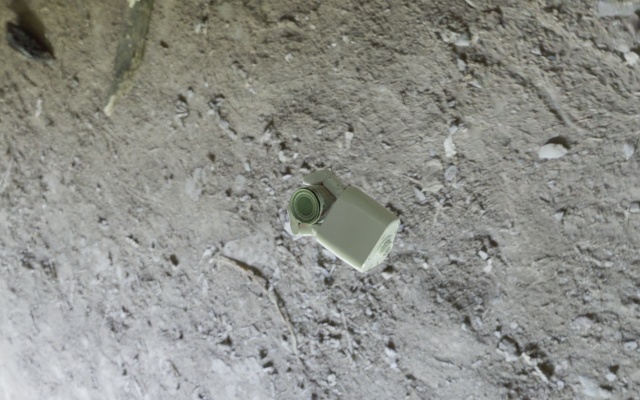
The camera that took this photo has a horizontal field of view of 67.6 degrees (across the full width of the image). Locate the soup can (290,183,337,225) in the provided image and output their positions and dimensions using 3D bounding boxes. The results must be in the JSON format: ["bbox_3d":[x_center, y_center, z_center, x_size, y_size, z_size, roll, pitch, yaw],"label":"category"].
[{"bbox_3d":[0.000,0.003,0.881,0.068,0.068,0.102,0,9,36],"label":"soup can"}]
